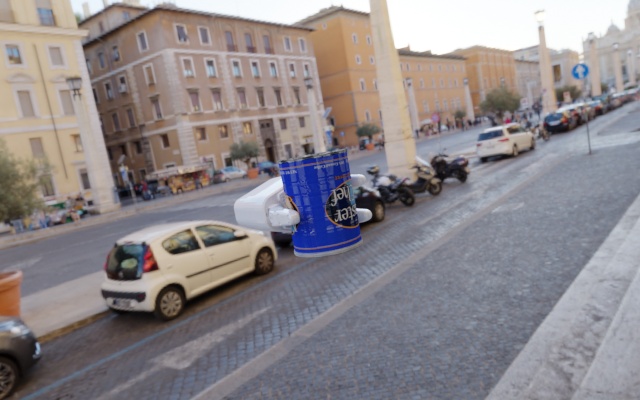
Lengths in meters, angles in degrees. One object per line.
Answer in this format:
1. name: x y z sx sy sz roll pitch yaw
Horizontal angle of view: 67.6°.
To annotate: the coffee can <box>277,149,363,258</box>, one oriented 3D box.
1. coffee can: 0.000 0.002 0.698 0.103 0.140 0.103 -10 7 1
